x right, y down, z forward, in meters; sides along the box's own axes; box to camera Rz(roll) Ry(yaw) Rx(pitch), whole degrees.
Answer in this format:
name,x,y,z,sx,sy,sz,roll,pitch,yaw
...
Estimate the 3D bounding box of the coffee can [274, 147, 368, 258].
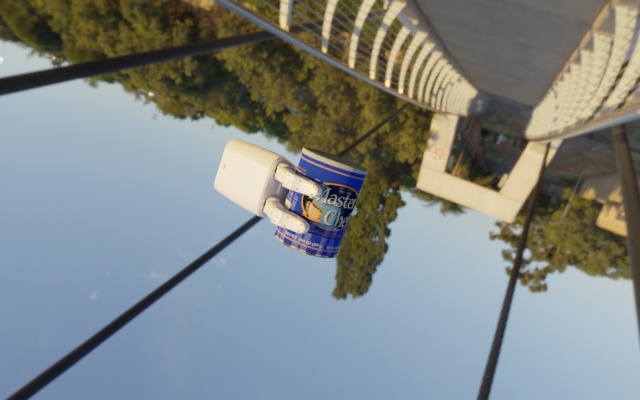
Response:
name,x,y,z,sx,sy,sz,roll,pitch,yaw
coffee can,0.000,0.002,0.721,0.103,0.140,0.103,19,10,-3
